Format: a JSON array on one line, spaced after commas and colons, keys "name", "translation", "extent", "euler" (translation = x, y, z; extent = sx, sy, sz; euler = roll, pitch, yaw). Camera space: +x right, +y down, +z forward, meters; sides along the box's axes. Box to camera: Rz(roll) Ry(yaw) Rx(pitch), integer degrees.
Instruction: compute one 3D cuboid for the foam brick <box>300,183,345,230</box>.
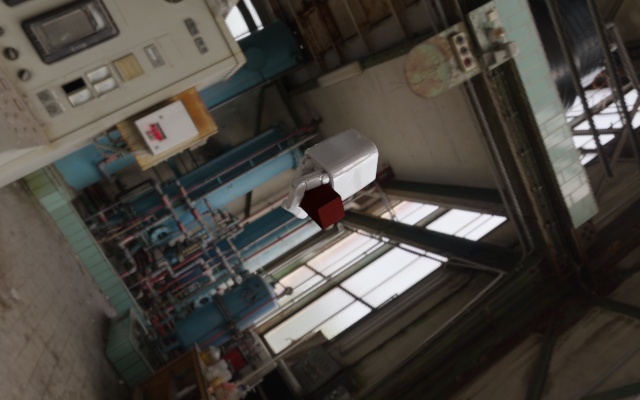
[{"name": "foam brick", "translation": [0.000, 0.003, 0.850], "extent": [0.051, 0.053, 0.078], "euler": [-29, 44, -17]}]
